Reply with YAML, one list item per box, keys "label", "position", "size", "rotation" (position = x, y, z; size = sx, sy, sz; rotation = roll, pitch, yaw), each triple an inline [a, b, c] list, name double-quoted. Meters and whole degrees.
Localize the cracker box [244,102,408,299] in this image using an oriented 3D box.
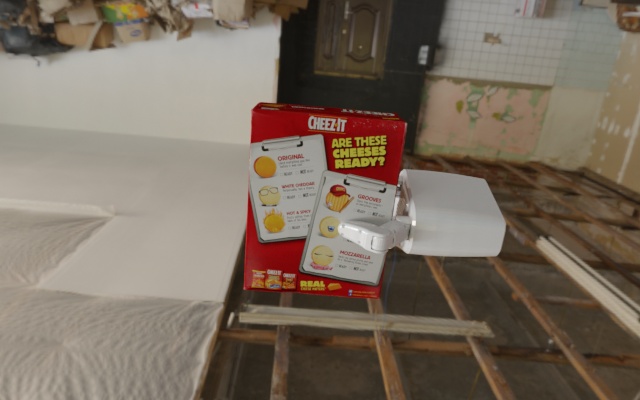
- label: "cracker box"
  position: [0.000, 0.002, 0.553]
  size: [0.164, 0.214, 0.072]
  rotation: [4, 19, -3]
